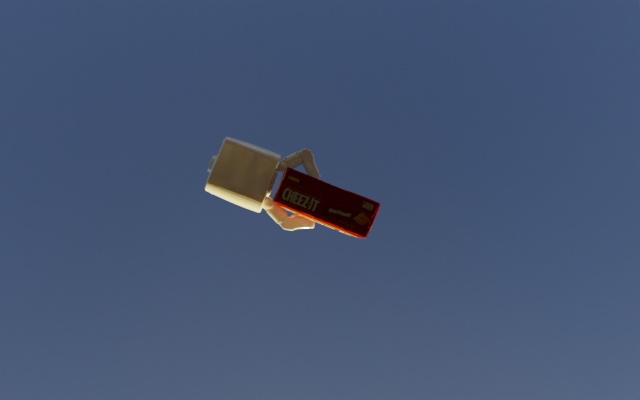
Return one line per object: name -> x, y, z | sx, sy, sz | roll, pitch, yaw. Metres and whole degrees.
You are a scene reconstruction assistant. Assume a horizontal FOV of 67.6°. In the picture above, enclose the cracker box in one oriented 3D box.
cracker box -> 0.000, 0.003, 0.868 | 0.164, 0.072, 0.213 | 21, 0, -6
